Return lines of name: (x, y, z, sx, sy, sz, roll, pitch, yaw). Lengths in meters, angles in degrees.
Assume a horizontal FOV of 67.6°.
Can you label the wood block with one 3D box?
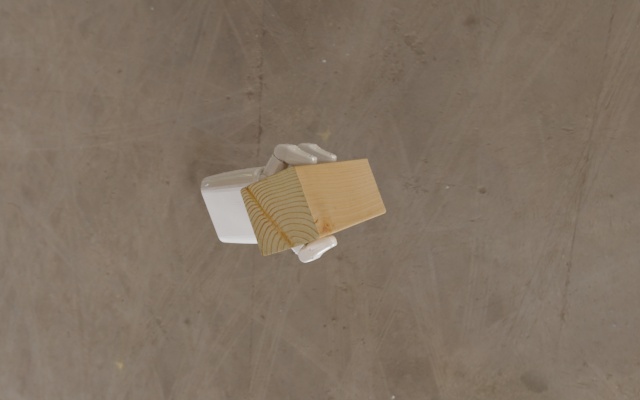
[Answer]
wood block: (0.000, 0.003, 0.653, 0.090, 0.091, 0.206, -21, -3, 30)
